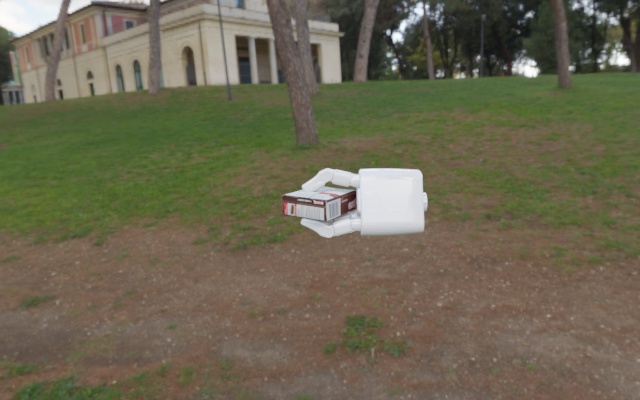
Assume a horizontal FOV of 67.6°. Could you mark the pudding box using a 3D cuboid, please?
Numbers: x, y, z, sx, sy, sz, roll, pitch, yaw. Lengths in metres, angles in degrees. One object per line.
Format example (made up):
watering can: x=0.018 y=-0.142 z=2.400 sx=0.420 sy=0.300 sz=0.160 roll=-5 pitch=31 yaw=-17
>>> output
pudding box: x=0.000 y=0.003 z=0.835 sx=0.090 sy=0.039 sz=0.113 roll=7 pitch=12 yaw=30
